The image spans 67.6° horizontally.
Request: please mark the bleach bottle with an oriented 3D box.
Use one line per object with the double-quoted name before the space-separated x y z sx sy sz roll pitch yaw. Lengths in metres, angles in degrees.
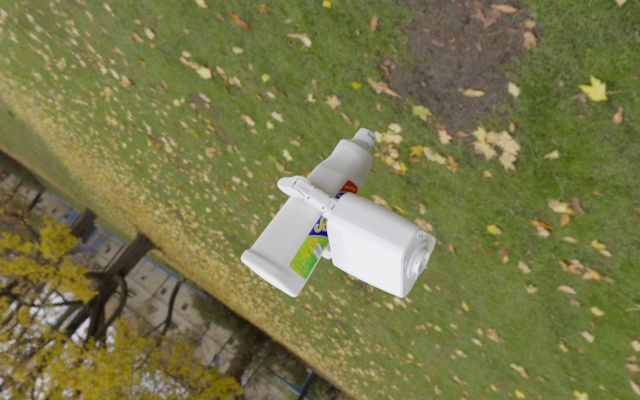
"bleach bottle" 0.000 0.002 0.650 0.068 0.250 0.103 25 -17 28
